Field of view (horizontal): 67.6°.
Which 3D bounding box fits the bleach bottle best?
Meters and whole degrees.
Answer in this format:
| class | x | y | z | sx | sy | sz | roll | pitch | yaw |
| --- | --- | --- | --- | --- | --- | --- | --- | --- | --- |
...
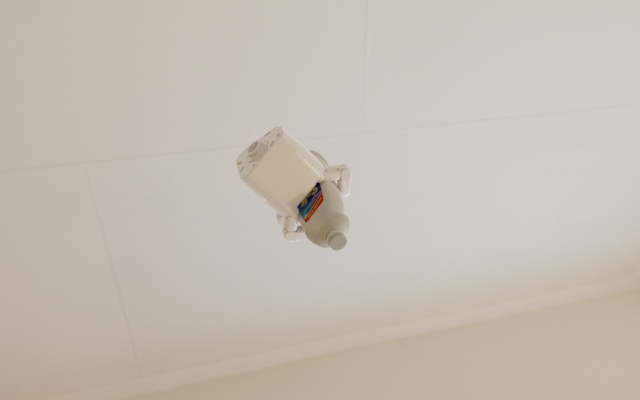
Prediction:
| class | x | y | z | sx | sy | sz | roll | pitch | yaw |
| --- | --- | --- | --- | --- | --- | --- | --- | --- | --- |
| bleach bottle | 0.000 | 0.003 | 0.853 | 0.068 | 0.102 | 0.250 | 42 | 9 | -32 |
